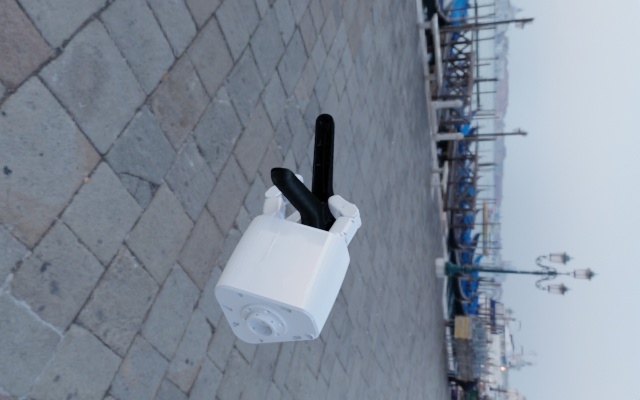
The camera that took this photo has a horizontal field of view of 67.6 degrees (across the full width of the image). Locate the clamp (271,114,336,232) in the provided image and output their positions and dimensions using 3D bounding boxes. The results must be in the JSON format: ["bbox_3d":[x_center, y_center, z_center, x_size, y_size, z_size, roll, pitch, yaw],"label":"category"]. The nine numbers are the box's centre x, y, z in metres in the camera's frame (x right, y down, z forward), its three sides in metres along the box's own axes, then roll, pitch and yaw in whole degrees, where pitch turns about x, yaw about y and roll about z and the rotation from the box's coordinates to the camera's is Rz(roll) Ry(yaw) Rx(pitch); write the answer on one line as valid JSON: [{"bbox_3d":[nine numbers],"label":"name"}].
[{"bbox_3d":[0.001,0.003,0.620,0.036,0.210,0.164,3,39,23],"label":"clamp"}]
